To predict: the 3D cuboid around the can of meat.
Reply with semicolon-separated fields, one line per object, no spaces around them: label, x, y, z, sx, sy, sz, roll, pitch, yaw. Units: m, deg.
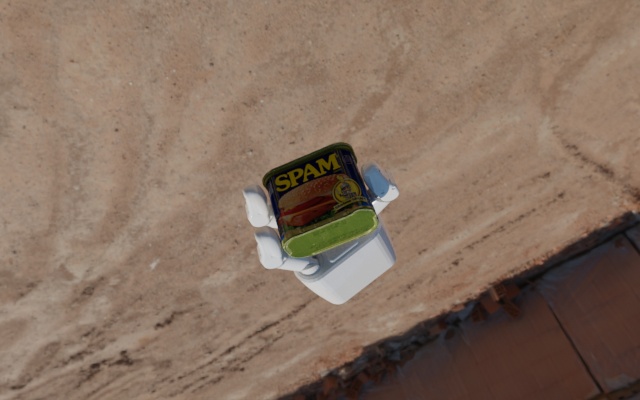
can of meat;0.000;0.002;0.485;0.102;0.084;0.057;-22;-33;6
